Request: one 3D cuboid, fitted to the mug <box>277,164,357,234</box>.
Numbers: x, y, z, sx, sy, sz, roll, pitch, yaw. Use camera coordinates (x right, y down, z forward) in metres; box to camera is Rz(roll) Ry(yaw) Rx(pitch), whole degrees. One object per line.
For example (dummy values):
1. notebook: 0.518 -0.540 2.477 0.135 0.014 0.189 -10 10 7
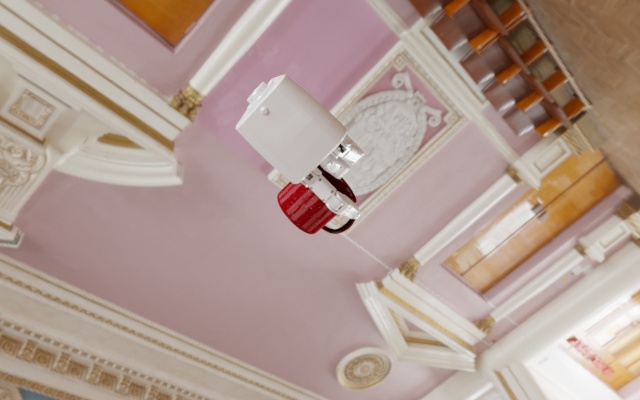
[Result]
1. mug: 0.001 0.003 0.696 0.117 0.081 0.093 43 16 -17
